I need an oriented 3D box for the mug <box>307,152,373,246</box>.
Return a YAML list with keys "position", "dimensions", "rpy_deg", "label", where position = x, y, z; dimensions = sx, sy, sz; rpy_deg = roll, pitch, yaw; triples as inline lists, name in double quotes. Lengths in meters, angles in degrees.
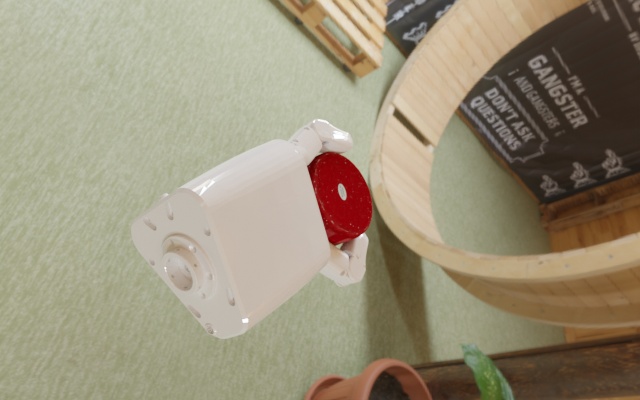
- position: [0.001, 0.001, 0.455]
  dimensions: [0.081, 0.093, 0.117]
  rpy_deg: [-24, 8, 39]
  label: "mug"
